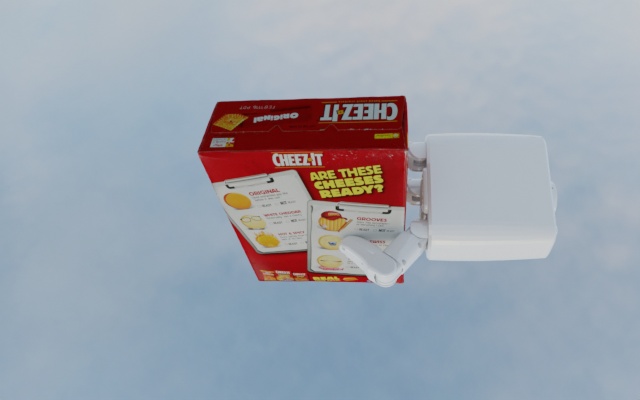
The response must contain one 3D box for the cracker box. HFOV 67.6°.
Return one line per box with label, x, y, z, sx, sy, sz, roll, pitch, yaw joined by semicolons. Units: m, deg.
cracker box;0.000;0.002;0.458;0.164;0.072;0.214;0;-37;9
